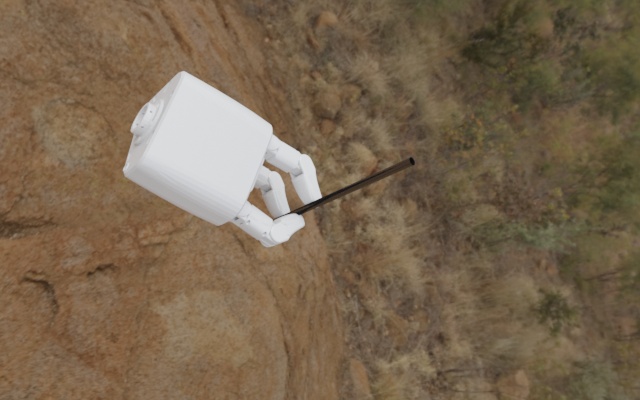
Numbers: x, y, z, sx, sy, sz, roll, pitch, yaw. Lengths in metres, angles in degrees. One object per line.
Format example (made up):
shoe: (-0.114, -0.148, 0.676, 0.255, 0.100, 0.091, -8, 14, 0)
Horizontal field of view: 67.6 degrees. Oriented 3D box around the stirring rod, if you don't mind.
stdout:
stirring rod: (0.000, 0.002, 0.510, 0.011, 0.011, 0.239, 0, -18, -46)
